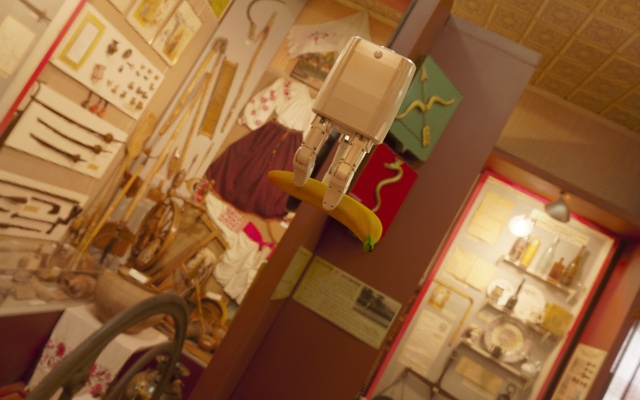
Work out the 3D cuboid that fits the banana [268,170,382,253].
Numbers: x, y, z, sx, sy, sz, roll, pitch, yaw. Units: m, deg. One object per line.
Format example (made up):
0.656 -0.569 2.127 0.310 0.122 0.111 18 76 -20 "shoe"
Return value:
0.014 0.005 0.633 0.197 0.037 0.069 33 15 35 "banana"
